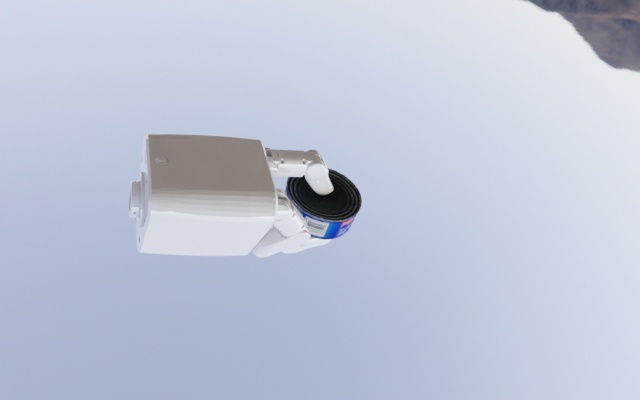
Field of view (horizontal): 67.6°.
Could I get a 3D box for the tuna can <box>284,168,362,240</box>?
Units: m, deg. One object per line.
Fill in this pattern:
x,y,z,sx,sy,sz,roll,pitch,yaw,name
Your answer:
0.000,0.002,0.530,0.086,0.034,0.086,12,42,-11,tuna can
